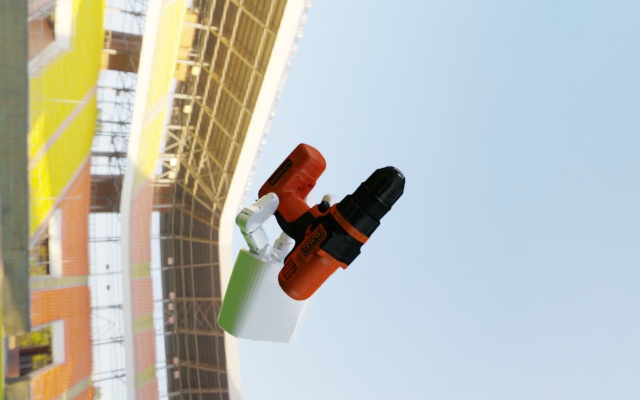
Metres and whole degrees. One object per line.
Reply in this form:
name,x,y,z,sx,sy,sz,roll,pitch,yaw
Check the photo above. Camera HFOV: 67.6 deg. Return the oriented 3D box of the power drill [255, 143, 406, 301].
power drill,0.000,0.002,0.575,0.057,0.184,0.187,37,11,-34
